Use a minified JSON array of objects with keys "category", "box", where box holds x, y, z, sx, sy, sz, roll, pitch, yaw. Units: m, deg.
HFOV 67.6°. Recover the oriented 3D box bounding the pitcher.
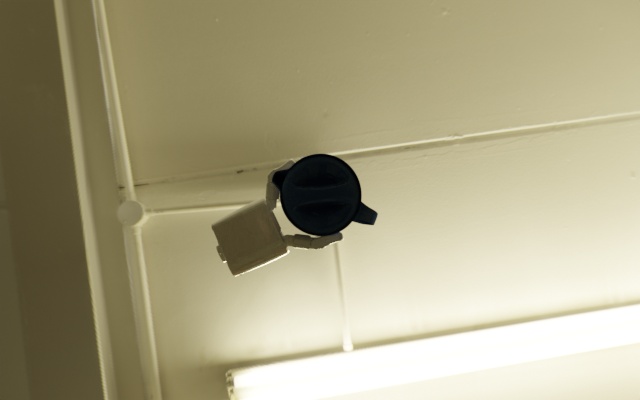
[{"category":"pitcher","box":[0.000,0.003,0.879,0.145,0.149,0.243,-24,-1,-6]}]
